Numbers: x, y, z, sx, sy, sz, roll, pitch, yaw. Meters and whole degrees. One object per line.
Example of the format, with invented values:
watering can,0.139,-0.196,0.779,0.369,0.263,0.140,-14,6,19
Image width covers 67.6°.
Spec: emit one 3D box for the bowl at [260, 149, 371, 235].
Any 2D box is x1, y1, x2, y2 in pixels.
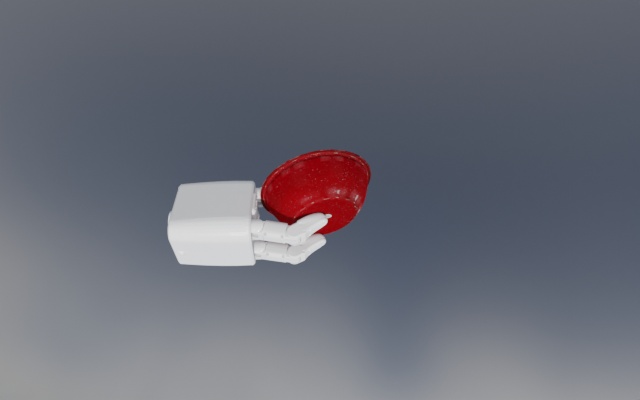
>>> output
bowl,0.001,0.002,0.665,0.162,0.055,0.162,-12,-33,-8
